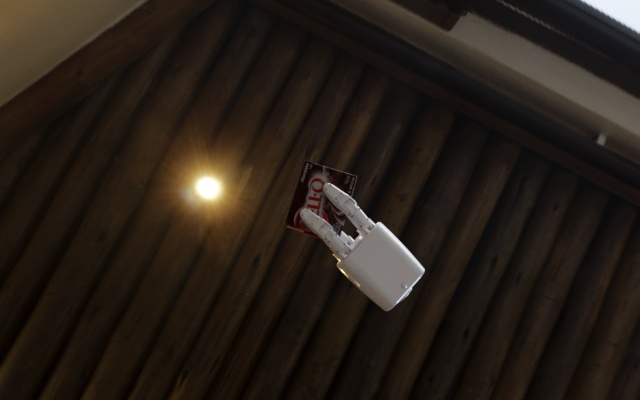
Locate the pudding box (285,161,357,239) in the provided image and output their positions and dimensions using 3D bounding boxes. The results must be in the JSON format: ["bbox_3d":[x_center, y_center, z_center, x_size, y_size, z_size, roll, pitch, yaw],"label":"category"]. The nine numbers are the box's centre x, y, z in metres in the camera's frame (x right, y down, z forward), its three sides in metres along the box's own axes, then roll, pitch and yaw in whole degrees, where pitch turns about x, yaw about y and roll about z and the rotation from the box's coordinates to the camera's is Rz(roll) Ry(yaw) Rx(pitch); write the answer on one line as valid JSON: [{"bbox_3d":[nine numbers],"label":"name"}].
[{"bbox_3d":[0.000,0.003,0.774,0.090,0.113,0.039,17,-14,-2],"label":"pudding box"}]
